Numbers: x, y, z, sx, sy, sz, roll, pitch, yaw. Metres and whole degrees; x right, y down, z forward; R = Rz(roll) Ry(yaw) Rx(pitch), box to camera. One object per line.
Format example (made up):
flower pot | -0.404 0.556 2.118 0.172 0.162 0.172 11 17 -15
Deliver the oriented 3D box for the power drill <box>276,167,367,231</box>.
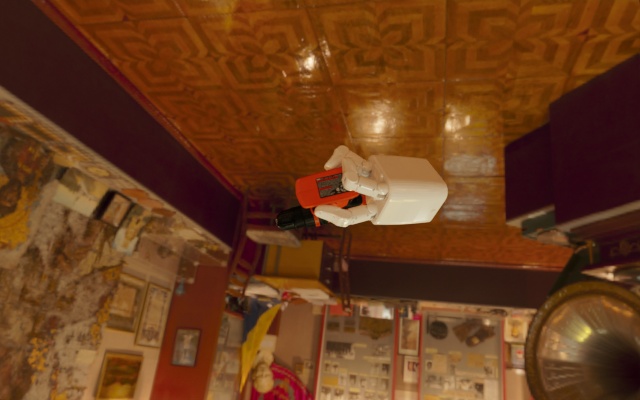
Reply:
power drill | 0.000 0.003 0.861 0.184 0.057 0.188 -16 -13 -2
